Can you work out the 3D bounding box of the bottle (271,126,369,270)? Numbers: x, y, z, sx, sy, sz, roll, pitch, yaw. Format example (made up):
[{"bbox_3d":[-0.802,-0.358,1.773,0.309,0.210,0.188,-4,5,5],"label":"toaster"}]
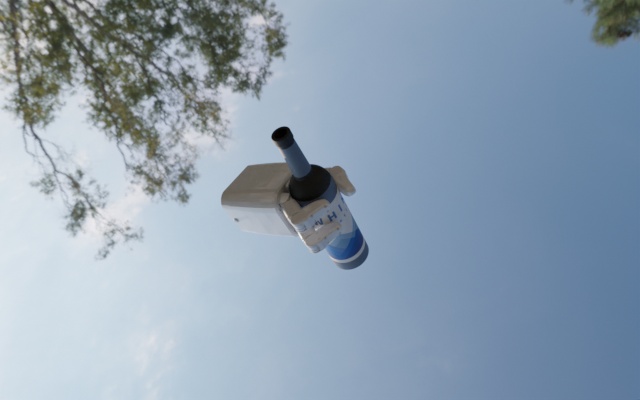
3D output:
[{"bbox_3d":[0.000,0.003,0.723,0.069,0.069,0.296,0,-37,26],"label":"bottle"}]
